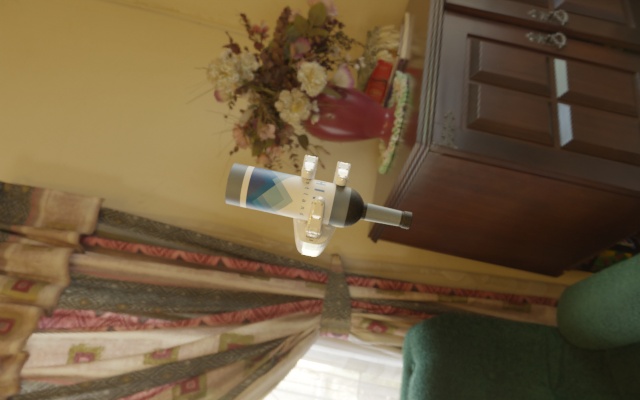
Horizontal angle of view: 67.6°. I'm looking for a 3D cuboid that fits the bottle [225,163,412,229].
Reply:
[{"bbox_3d":[0.000,0.002,0.765,0.296,0.069,0.069,12,0,0],"label":"bottle"}]
